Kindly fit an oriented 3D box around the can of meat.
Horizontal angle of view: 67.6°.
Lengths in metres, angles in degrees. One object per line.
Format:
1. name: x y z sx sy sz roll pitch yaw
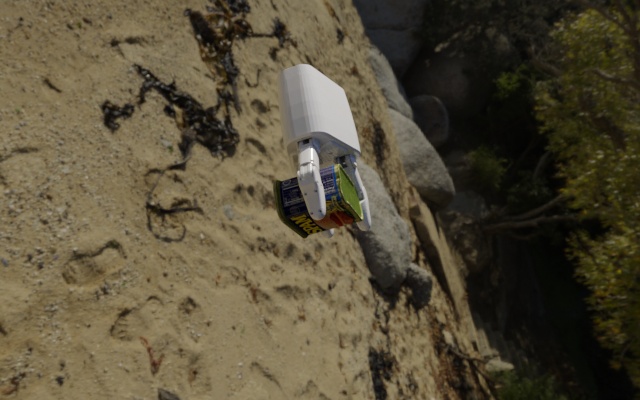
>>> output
1. can of meat: 0.000 0.002 0.601 0.084 0.057 0.102 -16 -26 14
